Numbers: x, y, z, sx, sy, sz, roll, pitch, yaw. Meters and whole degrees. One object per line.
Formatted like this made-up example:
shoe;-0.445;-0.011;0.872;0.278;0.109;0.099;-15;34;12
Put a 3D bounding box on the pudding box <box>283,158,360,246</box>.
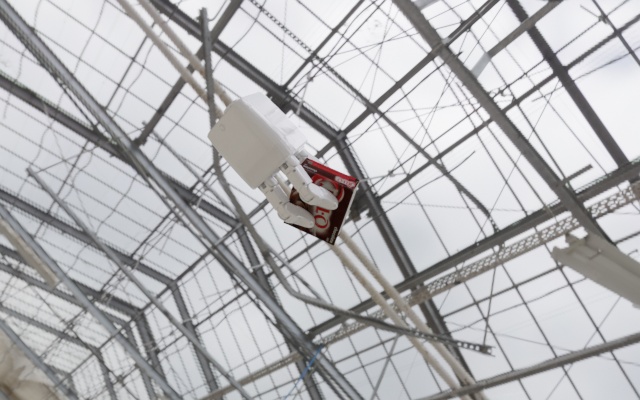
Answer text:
pudding box;0.000;0.002;0.727;0.090;0.114;0.039;24;38;10
